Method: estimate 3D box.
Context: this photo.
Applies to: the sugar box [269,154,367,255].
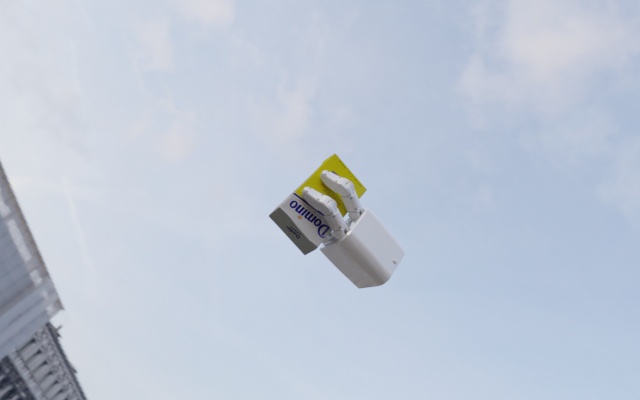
[{"bbox_3d":[0.001,0.003,0.824,0.048,0.093,0.176,-36,9,47],"label":"sugar box"}]
